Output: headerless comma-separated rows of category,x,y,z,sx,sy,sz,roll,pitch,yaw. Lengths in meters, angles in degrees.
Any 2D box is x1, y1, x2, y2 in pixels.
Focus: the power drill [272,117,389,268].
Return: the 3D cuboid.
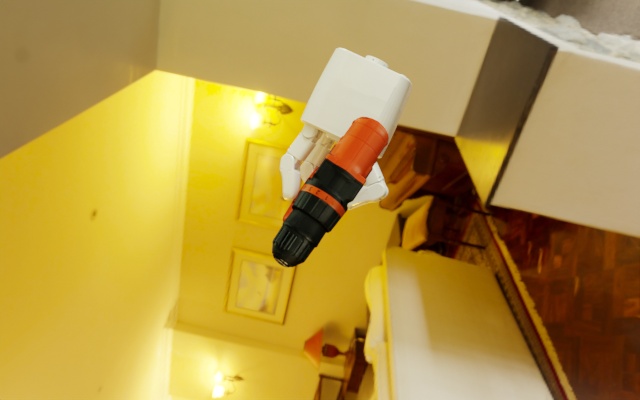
power drill,0.000,0.002,0.569,0.057,0.184,0.188,37,-13,-3
